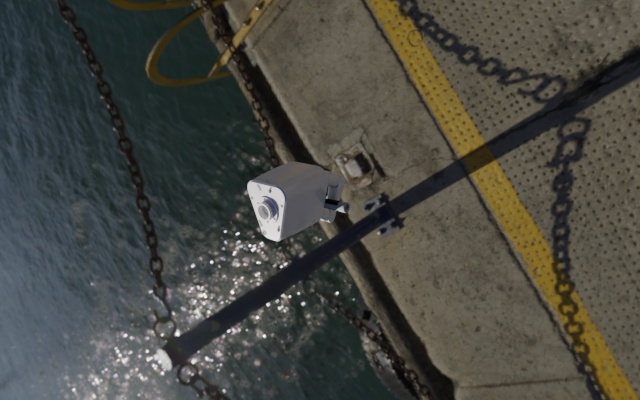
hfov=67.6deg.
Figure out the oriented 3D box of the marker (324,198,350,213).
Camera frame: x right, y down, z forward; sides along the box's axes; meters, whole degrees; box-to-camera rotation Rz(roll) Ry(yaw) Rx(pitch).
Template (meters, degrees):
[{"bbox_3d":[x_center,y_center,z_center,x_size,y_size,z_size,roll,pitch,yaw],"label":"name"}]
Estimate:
[{"bbox_3d":[0.000,0.003,0.875,0.121,0.020,0.020,12,8,38],"label":"marker"}]
